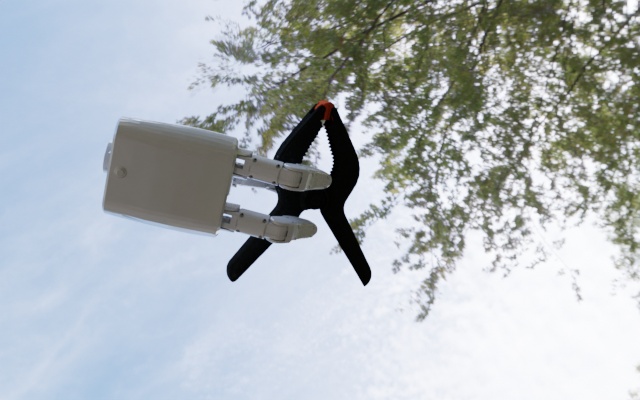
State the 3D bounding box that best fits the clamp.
[{"bbox_3d":[0.000,0.001,0.515,0.164,0.210,0.036,11,13,-18],"label":"clamp"}]
